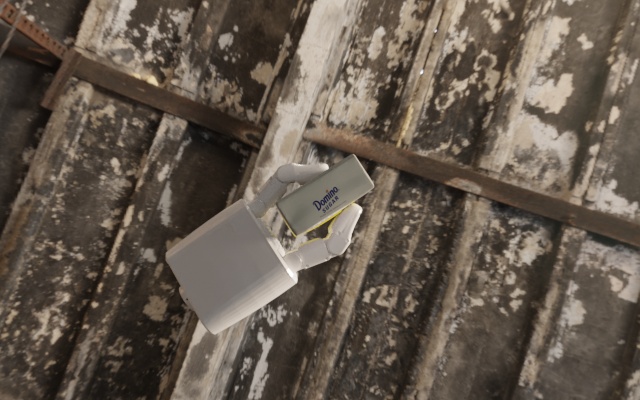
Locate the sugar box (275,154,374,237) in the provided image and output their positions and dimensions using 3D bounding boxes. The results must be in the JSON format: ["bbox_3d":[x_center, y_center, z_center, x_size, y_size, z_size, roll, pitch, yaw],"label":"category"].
[{"bbox_3d":[0.000,0.002,0.542,0.093,0.048,0.176,-32,0,-4],"label":"sugar box"}]
